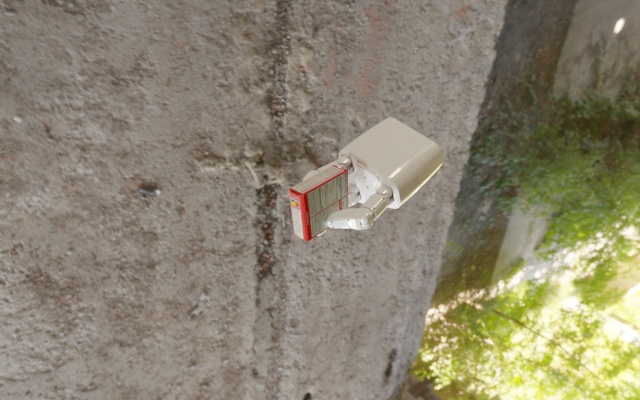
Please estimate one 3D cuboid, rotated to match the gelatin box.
[{"bbox_3d":[0.000,0.002,0.646,0.030,0.073,0.089,23,40,38],"label":"gelatin box"}]
